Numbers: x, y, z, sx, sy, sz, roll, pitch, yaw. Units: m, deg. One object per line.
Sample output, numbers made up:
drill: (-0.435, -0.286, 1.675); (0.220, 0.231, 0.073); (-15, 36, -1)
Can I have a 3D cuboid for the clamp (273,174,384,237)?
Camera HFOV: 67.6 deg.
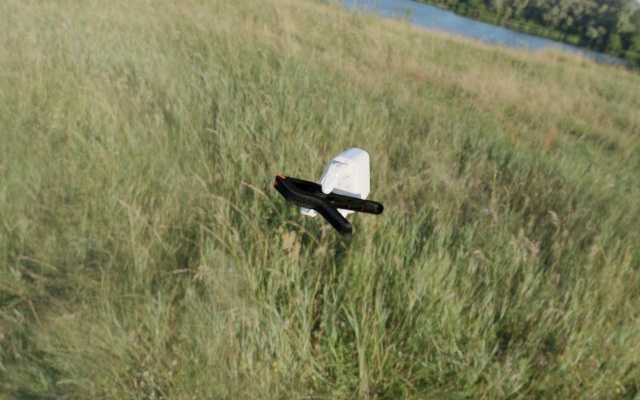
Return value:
clamp: (0.000, 0.002, 0.875); (0.210, 0.036, 0.164); (21, 21, 14)
